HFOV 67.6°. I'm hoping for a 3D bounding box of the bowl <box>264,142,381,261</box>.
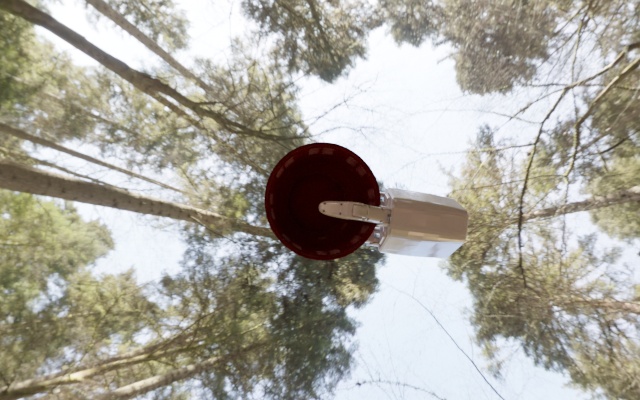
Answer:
[{"bbox_3d":[-0.001,0.002,0.672,0.162,0.162,0.055,0,-3,-11],"label":"bowl"}]
